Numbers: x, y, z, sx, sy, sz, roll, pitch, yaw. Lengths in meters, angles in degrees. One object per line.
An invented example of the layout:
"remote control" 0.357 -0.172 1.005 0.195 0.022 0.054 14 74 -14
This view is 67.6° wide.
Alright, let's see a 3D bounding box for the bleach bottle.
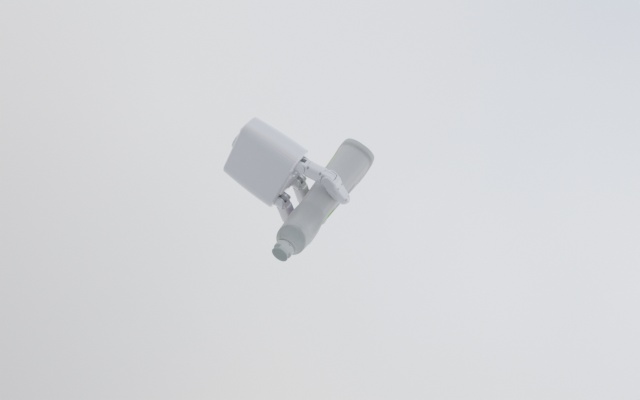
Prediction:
"bleach bottle" 0.000 0.003 0.799 0.068 0.250 0.103 35 -40 4
